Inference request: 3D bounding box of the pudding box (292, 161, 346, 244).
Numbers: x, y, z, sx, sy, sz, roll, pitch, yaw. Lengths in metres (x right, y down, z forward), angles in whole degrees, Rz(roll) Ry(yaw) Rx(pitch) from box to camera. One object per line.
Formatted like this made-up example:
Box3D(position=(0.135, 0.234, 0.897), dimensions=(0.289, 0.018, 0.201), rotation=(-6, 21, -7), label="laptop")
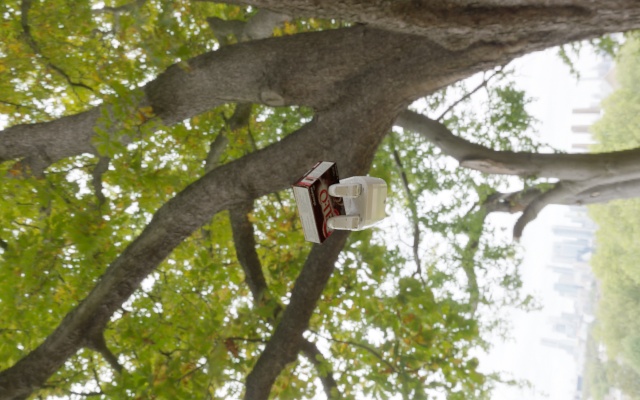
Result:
Box3D(position=(0.000, 0.003, 0.802), dimensions=(0.039, 0.113, 0.090), rotation=(5, 33, 32), label="pudding box")
